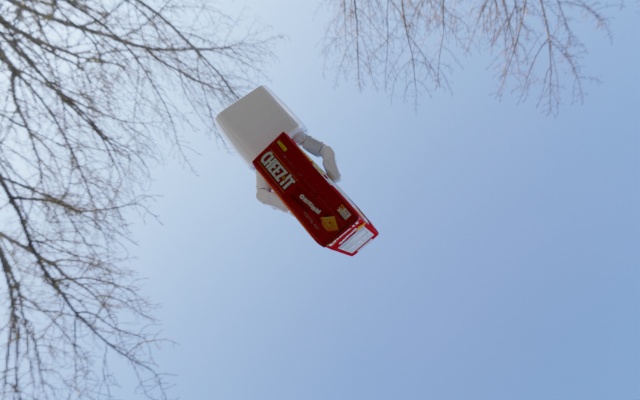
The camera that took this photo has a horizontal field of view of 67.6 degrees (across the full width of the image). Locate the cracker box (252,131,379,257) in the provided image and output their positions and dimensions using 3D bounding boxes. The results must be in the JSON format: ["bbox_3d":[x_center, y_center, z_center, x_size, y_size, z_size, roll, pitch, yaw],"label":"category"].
[{"bbox_3d":[0.000,0.002,0.733,0.072,0.164,0.214,-43,-16,4],"label":"cracker box"}]
